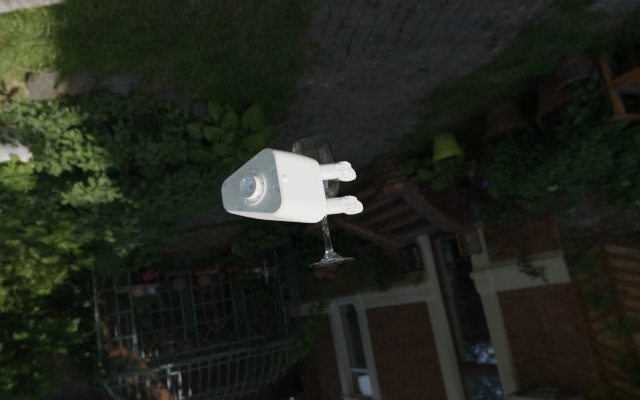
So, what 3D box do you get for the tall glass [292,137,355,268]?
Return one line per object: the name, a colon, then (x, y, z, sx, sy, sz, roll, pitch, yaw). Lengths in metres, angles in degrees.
tall glass: (0.000, 0.003, 0.769, 0.079, 0.201, 0.079, -10, -12, -2)
